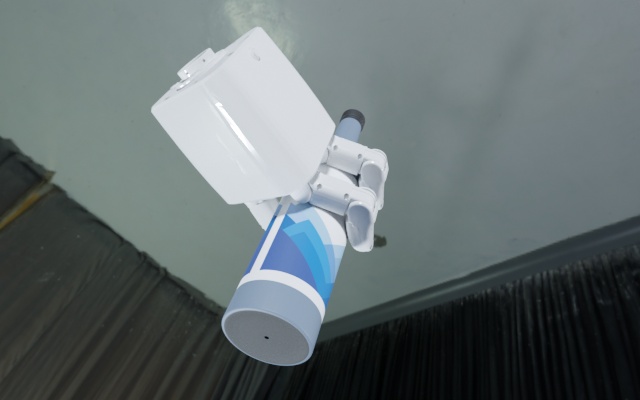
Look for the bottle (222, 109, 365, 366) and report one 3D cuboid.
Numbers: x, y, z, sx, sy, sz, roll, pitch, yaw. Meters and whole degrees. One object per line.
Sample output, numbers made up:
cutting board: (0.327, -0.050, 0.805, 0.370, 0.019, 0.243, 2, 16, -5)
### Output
bottle: (0.000, 0.002, 0.435, 0.069, 0.069, 0.295, 0, 40, 19)
